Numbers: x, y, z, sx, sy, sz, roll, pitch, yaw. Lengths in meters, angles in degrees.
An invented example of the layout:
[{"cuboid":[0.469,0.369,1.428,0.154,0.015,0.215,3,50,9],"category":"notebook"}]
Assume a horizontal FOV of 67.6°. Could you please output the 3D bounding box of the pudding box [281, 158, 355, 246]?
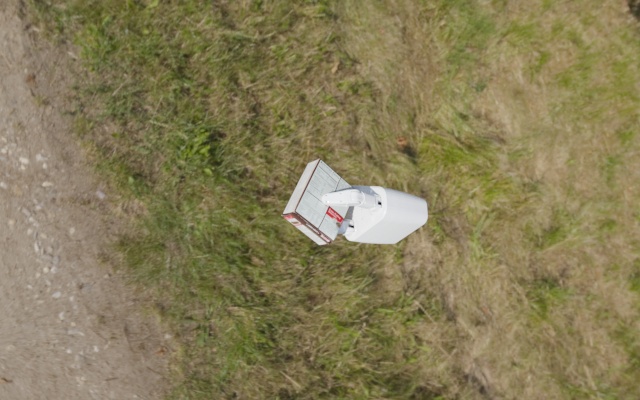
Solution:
[{"cuboid":[0.000,0.003,0.772,0.090,0.113,0.039,39,-34,-23],"category":"pudding box"}]
